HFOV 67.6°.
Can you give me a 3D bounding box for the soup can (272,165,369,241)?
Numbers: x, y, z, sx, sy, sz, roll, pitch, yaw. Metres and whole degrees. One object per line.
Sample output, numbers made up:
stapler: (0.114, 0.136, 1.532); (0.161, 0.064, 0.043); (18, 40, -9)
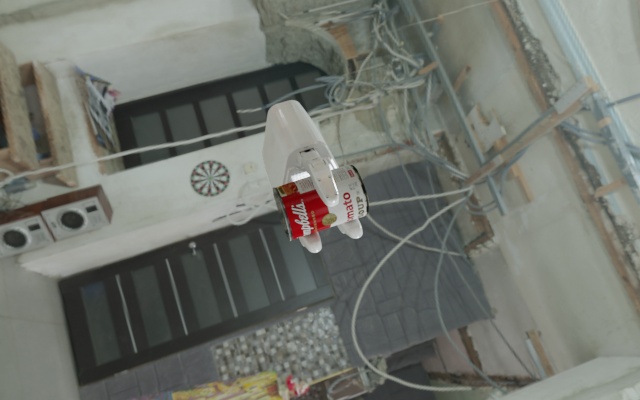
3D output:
soup can: (0.001, 0.002, 0.583); (0.102, 0.068, 0.068); (-17, 3, -10)
